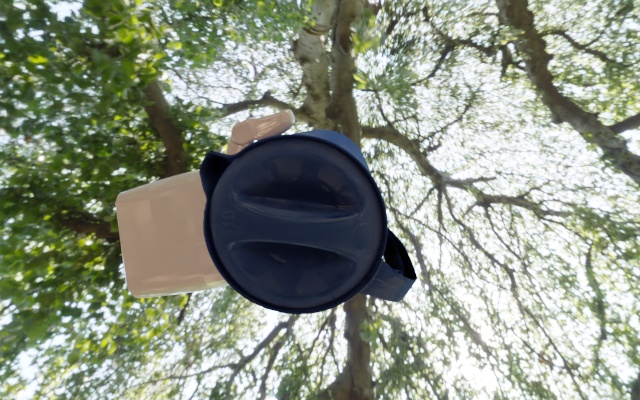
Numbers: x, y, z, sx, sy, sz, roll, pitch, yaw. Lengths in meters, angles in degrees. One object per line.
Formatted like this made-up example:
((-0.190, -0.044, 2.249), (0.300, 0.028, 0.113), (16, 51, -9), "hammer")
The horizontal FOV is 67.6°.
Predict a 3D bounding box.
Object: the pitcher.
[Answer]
((0.000, 0.001, 0.449), (0.145, 0.149, 0.242), (-12, 11, 8), "pitcher")
